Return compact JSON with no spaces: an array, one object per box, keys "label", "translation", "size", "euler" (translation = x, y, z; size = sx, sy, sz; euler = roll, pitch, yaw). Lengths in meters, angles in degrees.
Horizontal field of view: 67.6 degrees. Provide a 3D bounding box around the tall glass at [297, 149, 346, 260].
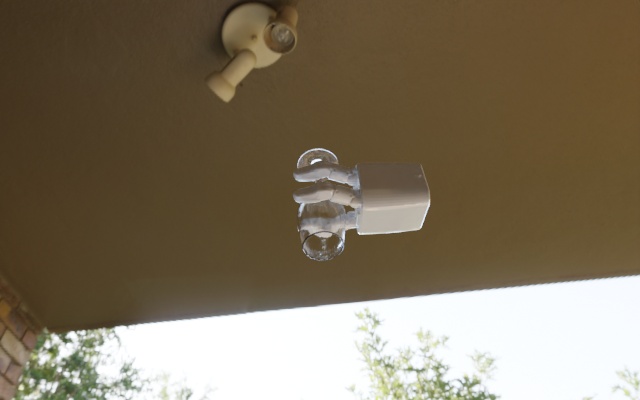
[{"label":"tall glass","translation":[0.000,0.002,0.783],"size":[0.079,0.079,0.200],"euler":[0,41,-3]}]
